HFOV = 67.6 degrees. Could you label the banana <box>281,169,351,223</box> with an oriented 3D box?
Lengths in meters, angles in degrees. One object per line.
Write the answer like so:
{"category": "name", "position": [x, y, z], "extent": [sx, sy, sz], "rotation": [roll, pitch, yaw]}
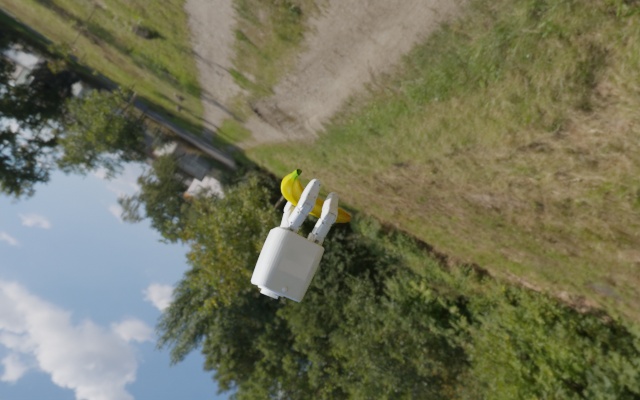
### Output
{"category": "banana", "position": [-0.017, 0.001, 0.890], "extent": [0.069, 0.037, 0.198], "rotation": [3, -23, 35]}
